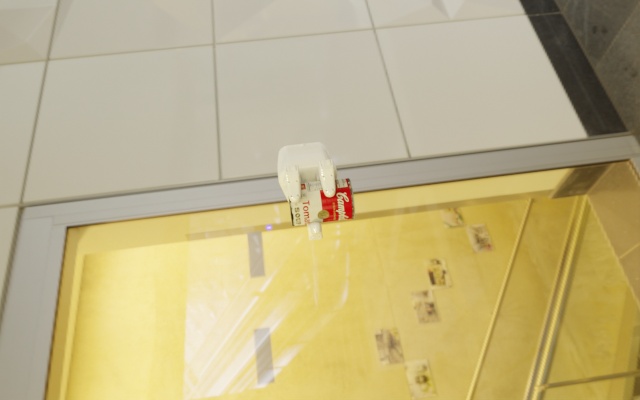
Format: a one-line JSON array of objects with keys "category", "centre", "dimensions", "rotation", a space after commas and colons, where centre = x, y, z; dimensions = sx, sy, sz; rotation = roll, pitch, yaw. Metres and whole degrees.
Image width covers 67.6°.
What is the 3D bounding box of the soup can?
[{"category": "soup can", "centre": [0.000, 0.003, 0.775], "dimensions": [0.102, 0.068, 0.068], "rotation": [-7, 0, -4]}]
